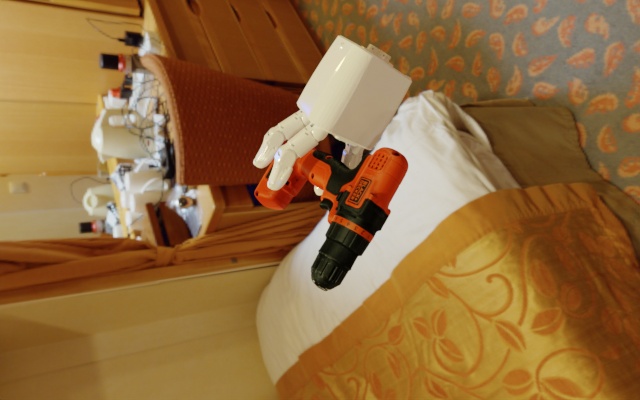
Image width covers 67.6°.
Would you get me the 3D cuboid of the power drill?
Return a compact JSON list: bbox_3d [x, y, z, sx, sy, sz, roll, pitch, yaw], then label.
[{"bbox_3d":[0.000,0.002,0.606,0.187,0.184,0.057,25,-11,42],"label":"power drill"}]
